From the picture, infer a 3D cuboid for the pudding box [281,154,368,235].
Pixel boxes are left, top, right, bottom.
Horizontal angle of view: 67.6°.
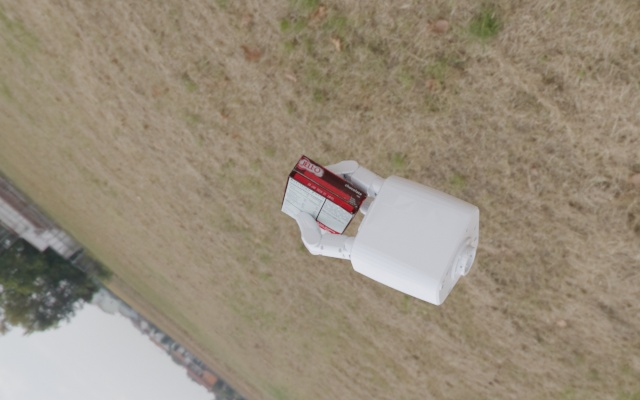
[{"bbox_3d":[0.000,0.002,0.590,0.090,0.039,0.113,32,-26,4],"label":"pudding box"}]
